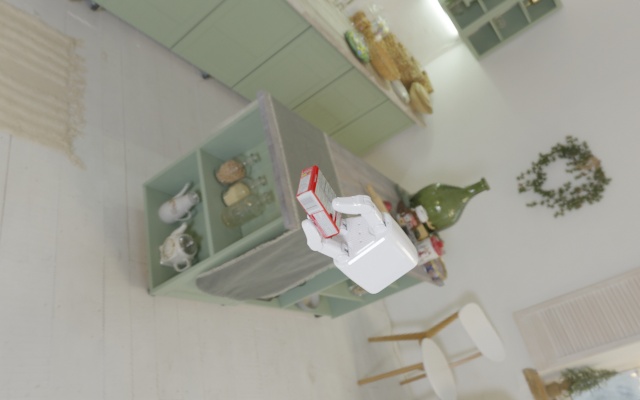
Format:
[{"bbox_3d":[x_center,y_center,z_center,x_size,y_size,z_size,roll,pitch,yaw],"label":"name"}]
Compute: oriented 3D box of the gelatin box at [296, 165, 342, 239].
[{"bbox_3d":[0.000,0.002,0.722,0.030,0.089,0.073,-22,29,20],"label":"gelatin box"}]
